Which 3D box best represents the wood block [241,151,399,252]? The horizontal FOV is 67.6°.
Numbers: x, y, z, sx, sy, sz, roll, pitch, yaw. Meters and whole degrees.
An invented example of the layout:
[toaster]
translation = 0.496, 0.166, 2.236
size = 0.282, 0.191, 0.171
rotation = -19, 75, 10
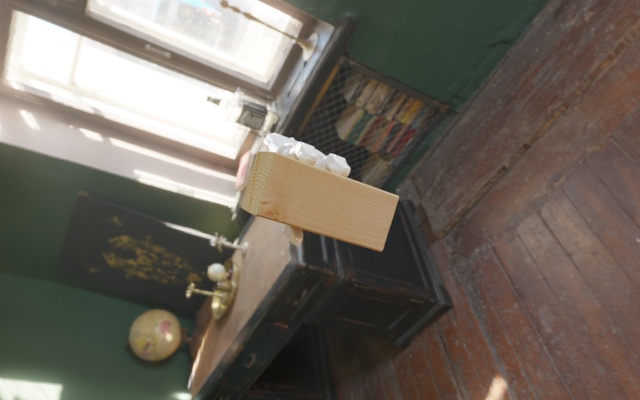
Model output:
[wood block]
translation = 0.000, 0.003, 0.712
size = 0.206, 0.091, 0.090
rotation = 18, -1, -25
